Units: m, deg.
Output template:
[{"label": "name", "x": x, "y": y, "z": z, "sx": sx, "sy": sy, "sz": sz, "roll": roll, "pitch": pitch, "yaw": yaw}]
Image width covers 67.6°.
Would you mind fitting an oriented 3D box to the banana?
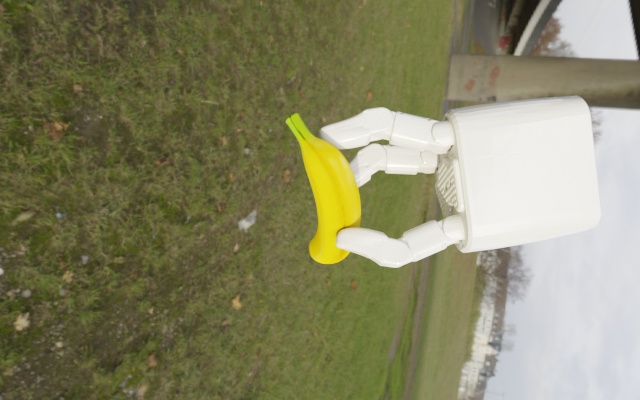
[{"label": "banana", "x": 0.008, "y": 0.012, "z": 0.428, "sx": 0.037, "sy": 0.069, "sz": 0.198, "roll": -24, "pitch": -37, "yaw": -15}]
